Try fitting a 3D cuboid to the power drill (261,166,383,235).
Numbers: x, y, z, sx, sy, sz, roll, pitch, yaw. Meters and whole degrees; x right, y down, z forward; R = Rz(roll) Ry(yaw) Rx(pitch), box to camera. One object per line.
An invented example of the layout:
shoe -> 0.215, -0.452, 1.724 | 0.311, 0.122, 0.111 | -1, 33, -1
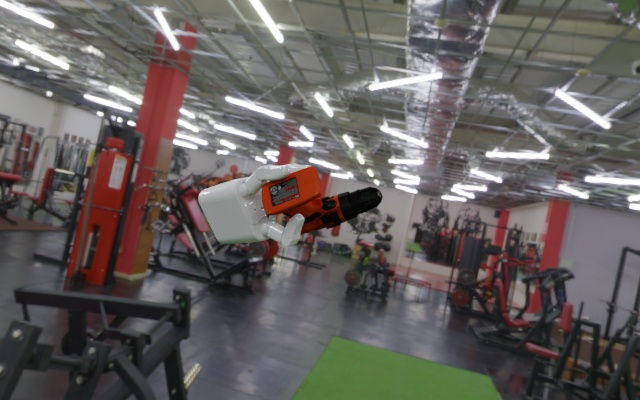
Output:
power drill -> 0.000, 0.003, 0.816 | 0.184, 0.057, 0.188 | -22, -23, 17
